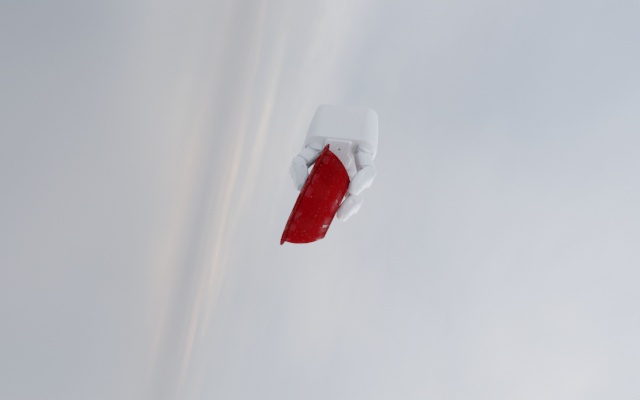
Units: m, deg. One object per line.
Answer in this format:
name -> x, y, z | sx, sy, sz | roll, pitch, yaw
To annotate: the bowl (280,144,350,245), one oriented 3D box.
bowl -> 0.000, 0.003, 0.690 | 0.055, 0.162, 0.162 | 26, 1, 2
